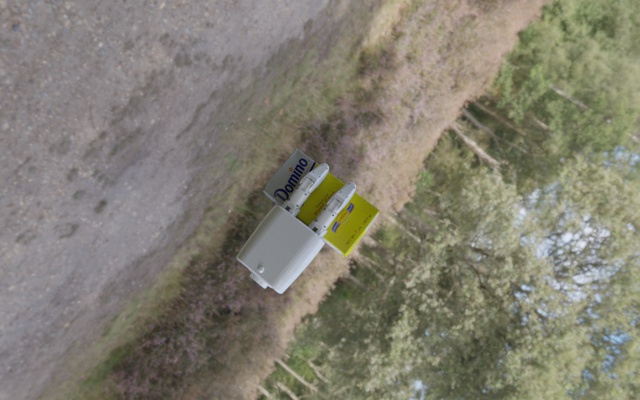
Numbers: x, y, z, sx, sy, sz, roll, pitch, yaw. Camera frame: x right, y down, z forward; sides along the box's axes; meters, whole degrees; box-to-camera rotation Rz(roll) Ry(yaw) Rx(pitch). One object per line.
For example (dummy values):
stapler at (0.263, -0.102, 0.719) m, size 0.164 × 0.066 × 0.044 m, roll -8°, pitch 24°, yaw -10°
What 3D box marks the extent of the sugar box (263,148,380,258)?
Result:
sugar box at (0.000, 0.003, 0.785) m, size 0.176 × 0.093 × 0.048 m, roll 37°, pitch -10°, yaw 10°
